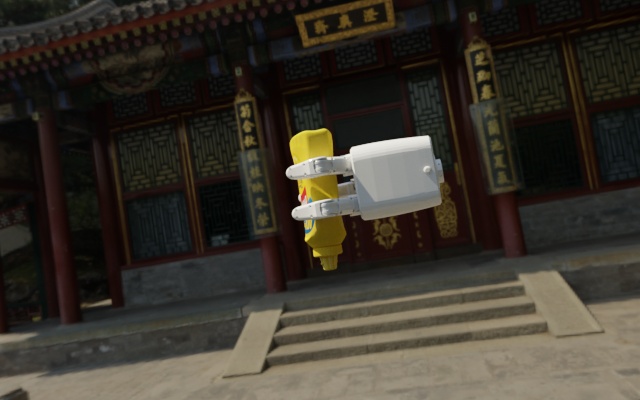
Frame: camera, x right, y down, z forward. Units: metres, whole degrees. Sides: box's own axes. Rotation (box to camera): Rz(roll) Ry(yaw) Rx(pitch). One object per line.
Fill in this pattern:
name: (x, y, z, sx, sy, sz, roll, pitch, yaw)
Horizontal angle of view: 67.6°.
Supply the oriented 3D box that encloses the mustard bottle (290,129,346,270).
mustard bottle: (0.000, 0.002, 0.674, 0.058, 0.191, 0.096, -9, -3, -13)
